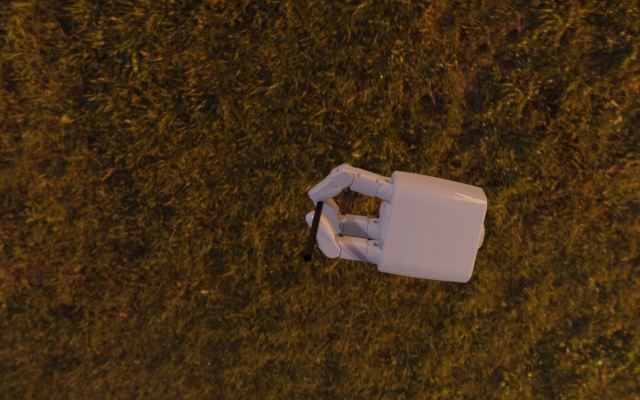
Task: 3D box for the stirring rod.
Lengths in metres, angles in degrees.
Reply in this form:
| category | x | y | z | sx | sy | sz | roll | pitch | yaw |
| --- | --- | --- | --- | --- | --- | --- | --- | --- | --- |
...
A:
| category | x | y | z | sx | sy | sz | roll | pitch | yaw |
| --- | --- | --- | --- | --- | --- | --- | --- | --- | --- |
| stirring rod | 0.000 | 0.002 | 0.563 | 0.011 | 0.011 | 0.239 | 0 | 26 | 7 |
